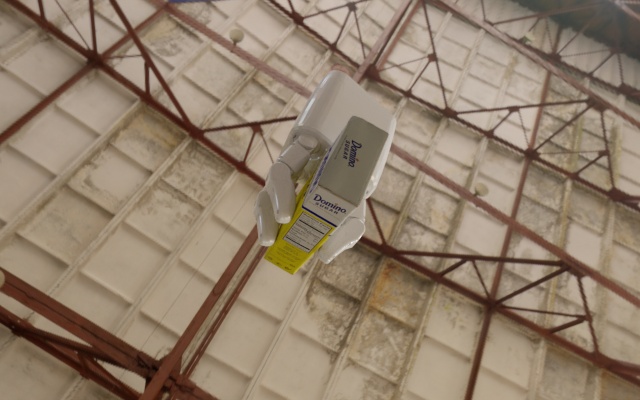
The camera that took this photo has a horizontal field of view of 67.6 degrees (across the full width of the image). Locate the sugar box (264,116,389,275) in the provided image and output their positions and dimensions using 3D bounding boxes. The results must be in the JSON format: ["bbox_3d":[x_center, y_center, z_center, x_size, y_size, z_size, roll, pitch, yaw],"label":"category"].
[{"bbox_3d":[0.000,0.001,0.481,0.048,0.093,0.176,28,-35,-4],"label":"sugar box"}]
